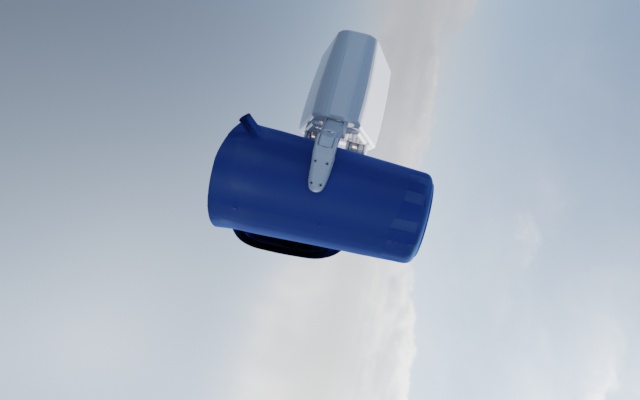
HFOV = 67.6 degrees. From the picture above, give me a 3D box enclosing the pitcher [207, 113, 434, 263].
[{"bbox_3d":[0.000,0.002,0.569,0.243,0.145,0.149,14,-7,6],"label":"pitcher"}]
